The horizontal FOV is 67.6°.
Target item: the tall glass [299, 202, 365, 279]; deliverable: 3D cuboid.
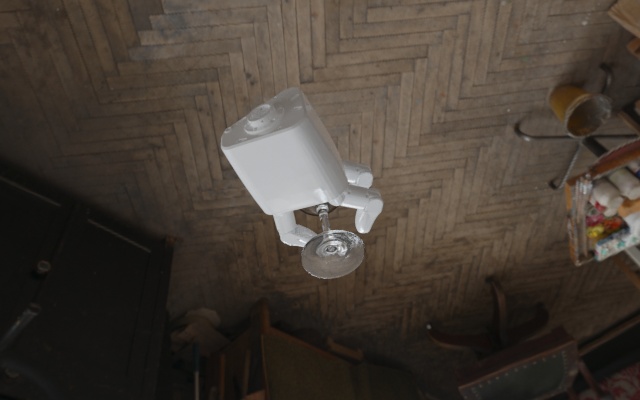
[{"bbox_3d":[0.000,0.003,0.618,0.079,0.079,0.201,0,37,-10],"label":"tall glass"}]
